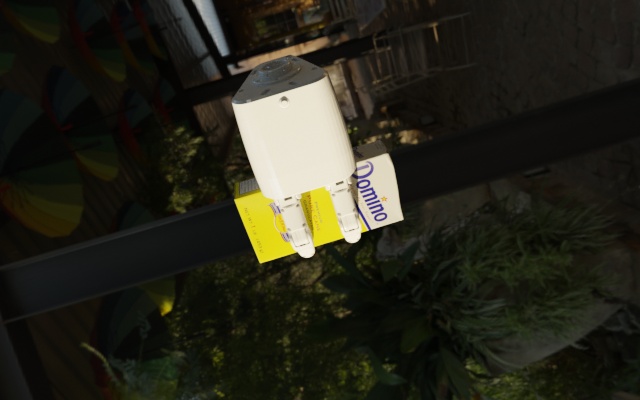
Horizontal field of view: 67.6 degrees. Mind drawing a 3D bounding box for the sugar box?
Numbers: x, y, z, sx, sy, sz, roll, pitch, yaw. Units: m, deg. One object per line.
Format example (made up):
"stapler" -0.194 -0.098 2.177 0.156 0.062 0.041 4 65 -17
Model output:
"sugar box" 0.000 0.002 0.546 0.176 0.093 0.048 -16 30 2
